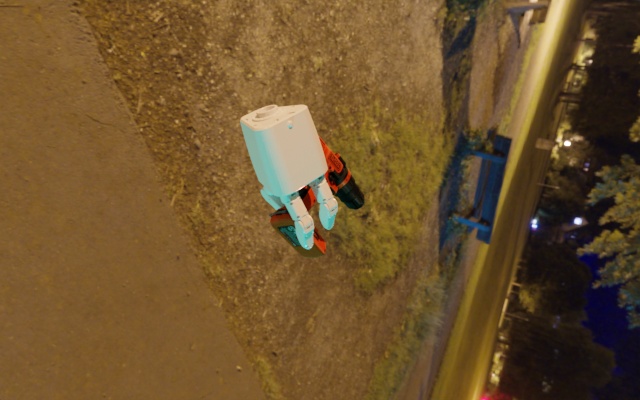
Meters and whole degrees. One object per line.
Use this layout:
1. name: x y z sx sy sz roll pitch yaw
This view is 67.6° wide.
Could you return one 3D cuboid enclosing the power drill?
1. power drill: 0.000 0.003 0.823 0.057 0.187 0.184 -14 -50 40
